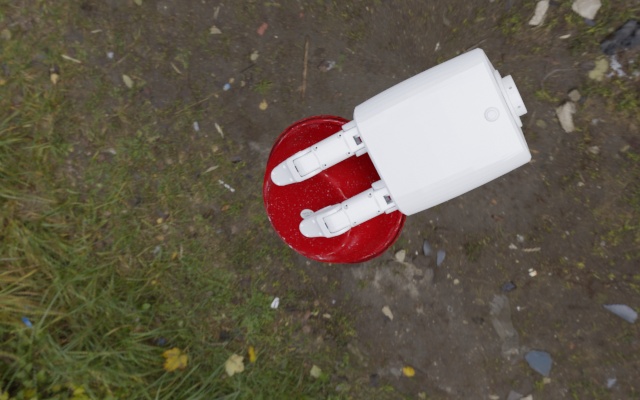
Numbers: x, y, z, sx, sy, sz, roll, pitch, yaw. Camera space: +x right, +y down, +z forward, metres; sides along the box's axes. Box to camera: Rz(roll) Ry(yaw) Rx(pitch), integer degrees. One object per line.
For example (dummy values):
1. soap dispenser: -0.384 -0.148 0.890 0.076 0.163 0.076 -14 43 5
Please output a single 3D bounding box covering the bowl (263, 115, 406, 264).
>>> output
1. bowl: -0.001 0.002 0.471 0.162 0.162 0.055 0 21 30
